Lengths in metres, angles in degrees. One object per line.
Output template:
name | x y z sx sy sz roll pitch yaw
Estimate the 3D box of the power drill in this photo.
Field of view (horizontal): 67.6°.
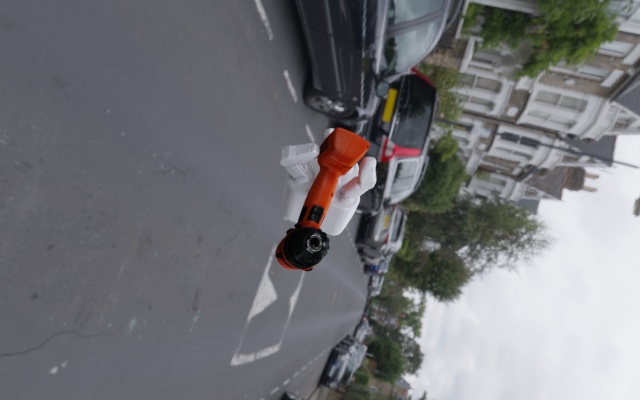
power drill | 0.000 0.002 0.624 0.057 0.187 0.184 27 -15 -8
